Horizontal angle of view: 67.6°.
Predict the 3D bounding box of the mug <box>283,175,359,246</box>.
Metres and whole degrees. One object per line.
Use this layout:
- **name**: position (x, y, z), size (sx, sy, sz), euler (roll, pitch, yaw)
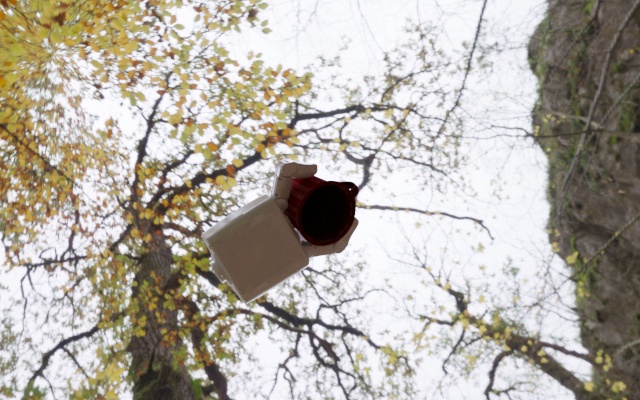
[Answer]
- **mug**: position (0.001, 0.001, 0.686), size (0.117, 0.093, 0.081), euler (-31, 28, -19)
